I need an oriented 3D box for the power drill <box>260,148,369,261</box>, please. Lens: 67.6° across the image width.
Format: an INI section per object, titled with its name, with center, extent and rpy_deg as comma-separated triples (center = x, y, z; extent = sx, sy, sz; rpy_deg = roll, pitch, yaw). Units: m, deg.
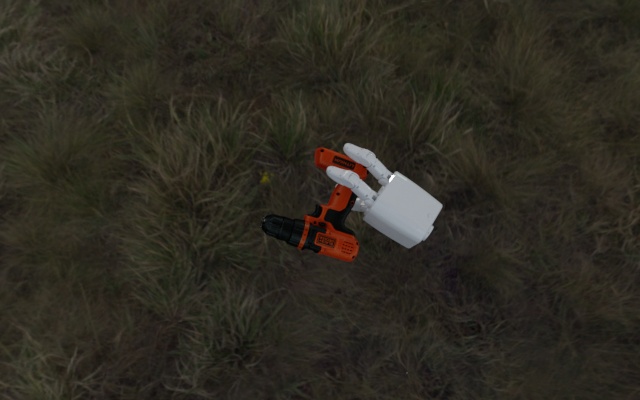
[power drill]
center = 0.001, 0.003, 0.877
extent = 0.184, 0.187, 0.057
rpy_deg = 19, -7, -11
